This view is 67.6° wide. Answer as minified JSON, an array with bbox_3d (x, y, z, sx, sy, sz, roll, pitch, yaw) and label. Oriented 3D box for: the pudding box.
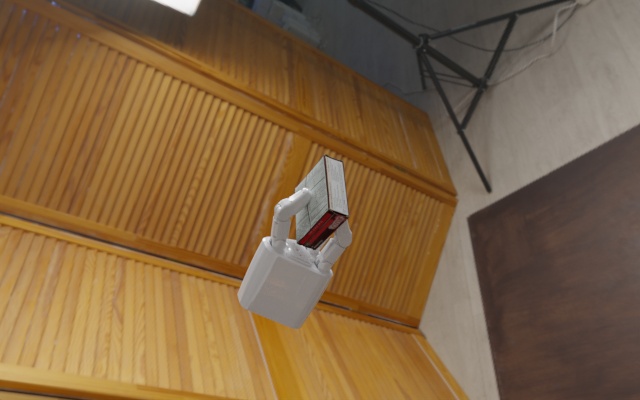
[{"bbox_3d":[0.000,0.002,0.701,0.039,0.113,0.090,20,-46,-27],"label":"pudding box"}]
